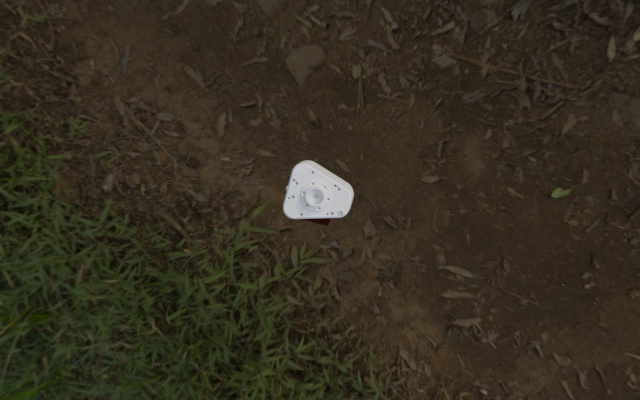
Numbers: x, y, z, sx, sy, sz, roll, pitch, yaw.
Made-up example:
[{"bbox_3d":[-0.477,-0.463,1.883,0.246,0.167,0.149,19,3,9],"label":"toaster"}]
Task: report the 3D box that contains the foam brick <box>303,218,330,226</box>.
[{"bbox_3d":[0.000,0.003,0.892,0.053,0.078,0.051,15,6,2],"label":"foam brick"}]
